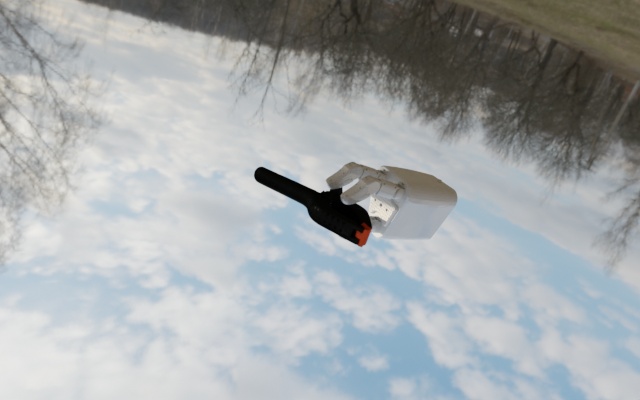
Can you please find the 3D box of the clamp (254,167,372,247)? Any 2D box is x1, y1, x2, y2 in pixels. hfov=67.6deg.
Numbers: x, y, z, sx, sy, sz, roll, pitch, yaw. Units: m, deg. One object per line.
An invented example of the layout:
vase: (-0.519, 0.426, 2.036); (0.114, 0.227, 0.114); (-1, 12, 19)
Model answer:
clamp: (0.000, 0.003, 0.711); (0.164, 0.036, 0.210); (7, 23, -29)
